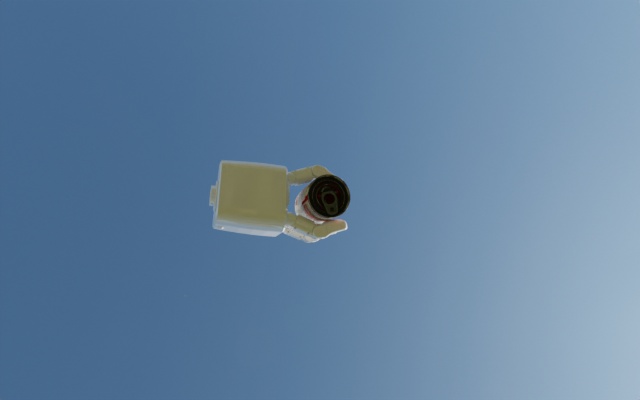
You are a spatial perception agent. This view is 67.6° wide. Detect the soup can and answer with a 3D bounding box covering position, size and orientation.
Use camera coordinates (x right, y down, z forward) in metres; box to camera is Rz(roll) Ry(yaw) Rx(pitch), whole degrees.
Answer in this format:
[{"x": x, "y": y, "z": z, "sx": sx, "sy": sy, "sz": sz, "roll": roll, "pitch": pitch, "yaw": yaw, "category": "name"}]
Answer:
[{"x": 0.001, "y": 0.003, "z": 0.774, "sx": 0.068, "sy": 0.068, "sz": 0.102, "roll": 0, "pitch": -11, "yaw": -16, "category": "soup can"}]
